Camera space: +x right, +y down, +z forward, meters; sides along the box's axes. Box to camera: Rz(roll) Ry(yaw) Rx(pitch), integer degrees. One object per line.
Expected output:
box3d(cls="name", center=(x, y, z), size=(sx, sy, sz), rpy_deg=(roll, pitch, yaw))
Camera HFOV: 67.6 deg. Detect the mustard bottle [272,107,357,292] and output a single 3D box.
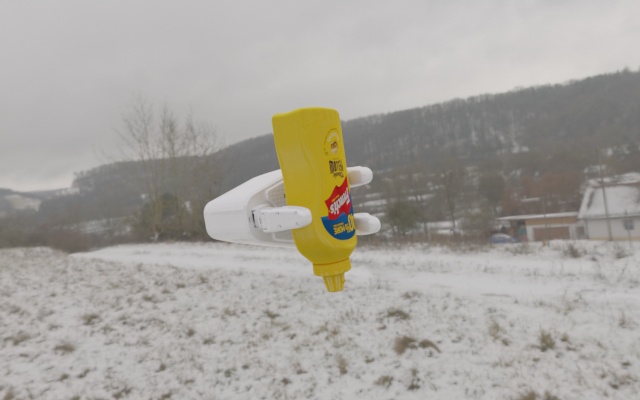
box3d(cls="mustard bottle", center=(0.000, 0.001, 0.503), size=(0.058, 0.191, 0.096), rpy_deg=(-7, 4, 26))
